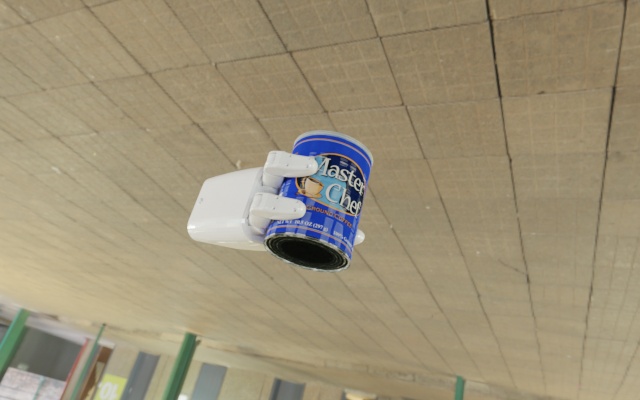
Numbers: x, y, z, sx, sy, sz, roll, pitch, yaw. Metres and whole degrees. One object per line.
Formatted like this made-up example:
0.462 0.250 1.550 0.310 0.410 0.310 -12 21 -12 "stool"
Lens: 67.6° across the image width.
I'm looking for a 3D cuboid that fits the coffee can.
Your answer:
0.000 0.002 0.574 0.103 0.140 0.103 12 -26 6 "coffee can"
